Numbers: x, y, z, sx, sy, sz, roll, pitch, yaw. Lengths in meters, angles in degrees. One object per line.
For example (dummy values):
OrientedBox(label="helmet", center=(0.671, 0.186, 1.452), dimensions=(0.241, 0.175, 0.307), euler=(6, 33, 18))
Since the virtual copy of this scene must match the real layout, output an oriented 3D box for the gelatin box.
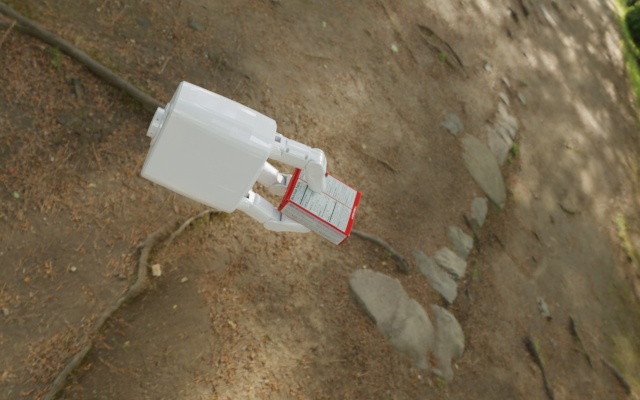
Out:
OrientedBox(label="gelatin box", center=(0.001, 0.002, 0.578), dimensions=(0.089, 0.073, 0.030), euler=(30, -43, -12))
